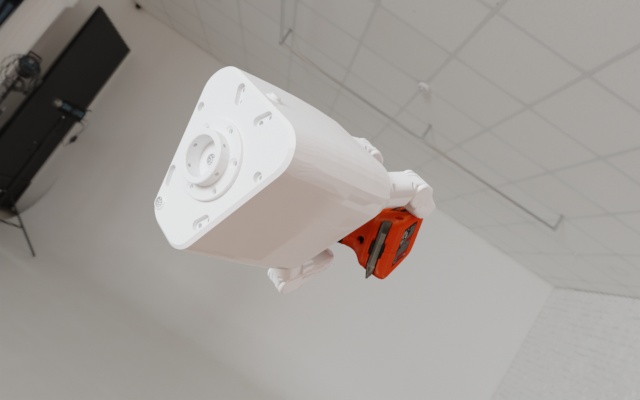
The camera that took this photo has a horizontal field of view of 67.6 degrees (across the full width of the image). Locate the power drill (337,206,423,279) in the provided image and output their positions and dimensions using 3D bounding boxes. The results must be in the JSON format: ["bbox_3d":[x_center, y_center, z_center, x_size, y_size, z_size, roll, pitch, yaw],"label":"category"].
[{"bbox_3d":[0.000,0.002,0.459,0.187,0.057,0.184,21,16,18],"label":"power drill"}]
